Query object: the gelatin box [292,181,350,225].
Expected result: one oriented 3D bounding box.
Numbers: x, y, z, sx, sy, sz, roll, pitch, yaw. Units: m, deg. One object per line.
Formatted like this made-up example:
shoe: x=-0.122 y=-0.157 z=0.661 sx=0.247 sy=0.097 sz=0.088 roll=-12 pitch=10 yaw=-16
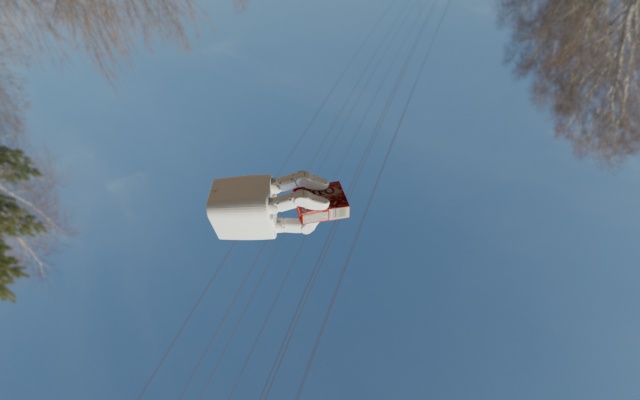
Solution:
gelatin box: x=0.000 y=0.003 z=0.843 sx=0.089 sy=0.030 sz=0.073 roll=-8 pitch=41 yaw=-10
